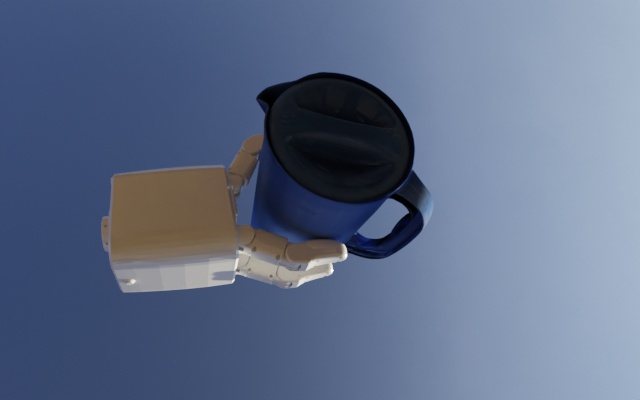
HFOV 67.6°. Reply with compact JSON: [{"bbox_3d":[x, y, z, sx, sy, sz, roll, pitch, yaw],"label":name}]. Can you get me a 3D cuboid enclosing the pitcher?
[{"bbox_3d":[0.000,0.002,0.499,0.145,0.149,0.243,-6,-25,-18],"label":"pitcher"}]
